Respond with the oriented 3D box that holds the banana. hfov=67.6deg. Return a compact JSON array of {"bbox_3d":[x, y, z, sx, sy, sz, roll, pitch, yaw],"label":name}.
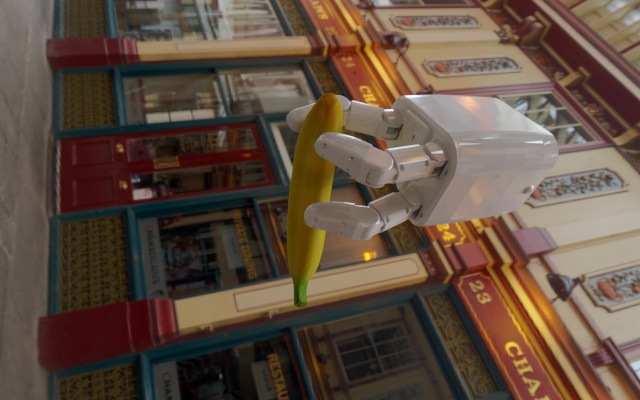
[{"bbox_3d":[-0.006,-0.004,0.426,0.037,0.198,0.069,-2,27,-17],"label":"banana"}]
